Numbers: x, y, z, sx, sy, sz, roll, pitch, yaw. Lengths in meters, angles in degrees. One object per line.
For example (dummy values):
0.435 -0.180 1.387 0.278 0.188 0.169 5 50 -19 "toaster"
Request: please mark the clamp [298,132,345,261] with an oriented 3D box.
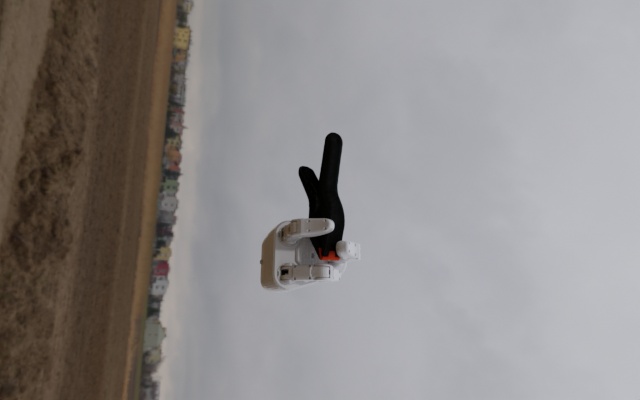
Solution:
0.001 0.002 0.674 0.039 0.171 0.120 5 -15 -18 "clamp"
